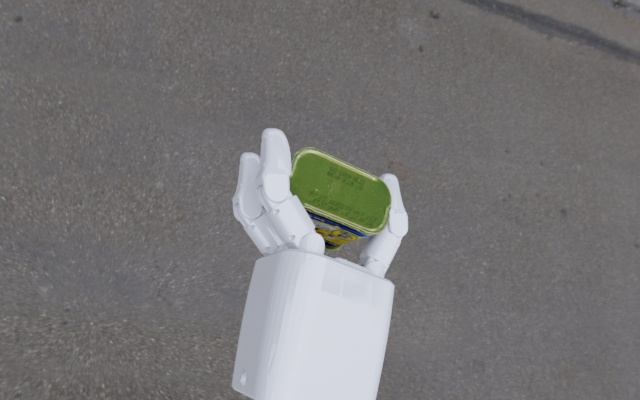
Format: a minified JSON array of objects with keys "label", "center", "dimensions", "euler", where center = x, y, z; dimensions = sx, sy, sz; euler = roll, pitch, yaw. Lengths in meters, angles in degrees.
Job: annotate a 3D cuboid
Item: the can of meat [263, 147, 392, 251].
[{"label":"can of meat","center":[0.000,0.001,0.420],"dimensions":[0.102,0.057,0.084],"euler":[22,-21,-19]}]
